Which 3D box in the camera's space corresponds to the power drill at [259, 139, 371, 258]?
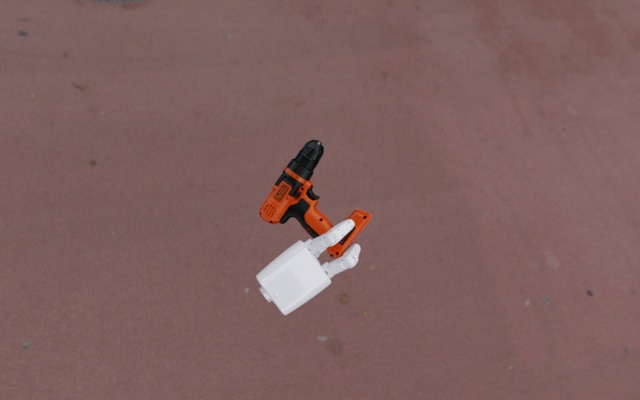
[{"bbox_3d":[0.000,0.003,0.899,0.187,0.184,0.057,37,10,11],"label":"power drill"}]
